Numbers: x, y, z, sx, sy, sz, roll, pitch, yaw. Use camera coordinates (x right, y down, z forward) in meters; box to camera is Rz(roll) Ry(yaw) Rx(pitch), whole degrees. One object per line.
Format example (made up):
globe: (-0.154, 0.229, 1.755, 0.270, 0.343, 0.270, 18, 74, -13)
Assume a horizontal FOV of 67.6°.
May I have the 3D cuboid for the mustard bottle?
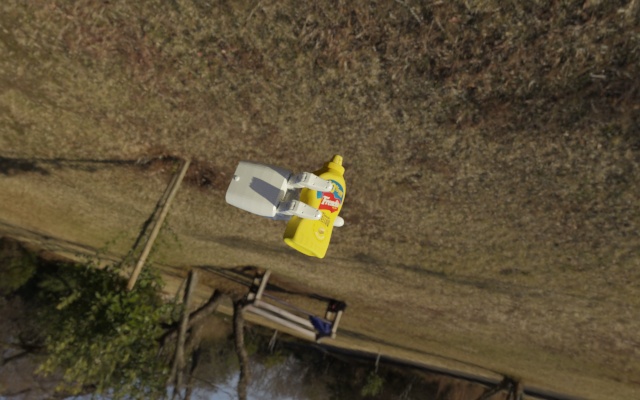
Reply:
mustard bottle: (0.000, 0.003, 0.885, 0.058, 0.191, 0.096, 7, -20, 41)
